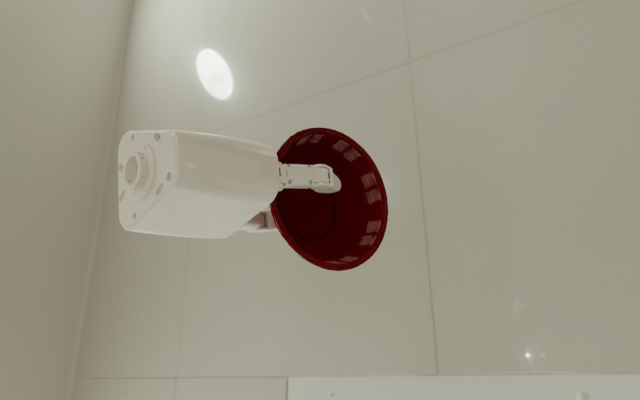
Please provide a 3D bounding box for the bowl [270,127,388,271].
[{"bbox_3d":[0.001,0.002,0.545,0.162,0.162,0.055,0,-13,-35],"label":"bowl"}]
